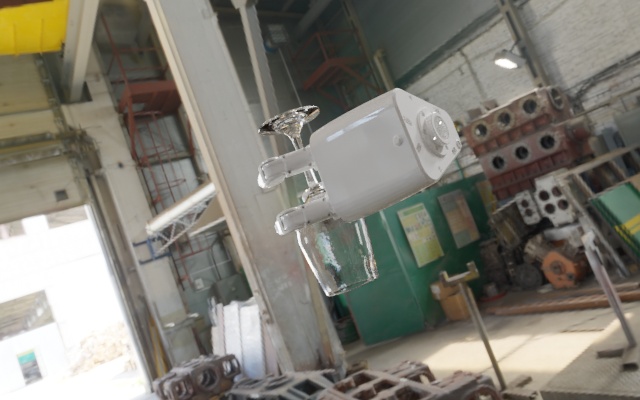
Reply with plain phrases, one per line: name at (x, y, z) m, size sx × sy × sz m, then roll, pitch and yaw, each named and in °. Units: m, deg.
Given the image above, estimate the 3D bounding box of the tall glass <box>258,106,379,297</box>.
tall glass at (0.000, 0.001, 0.532) m, size 0.079 × 0.201 × 0.079 m, roll -21°, pitch -5°, yaw -2°
